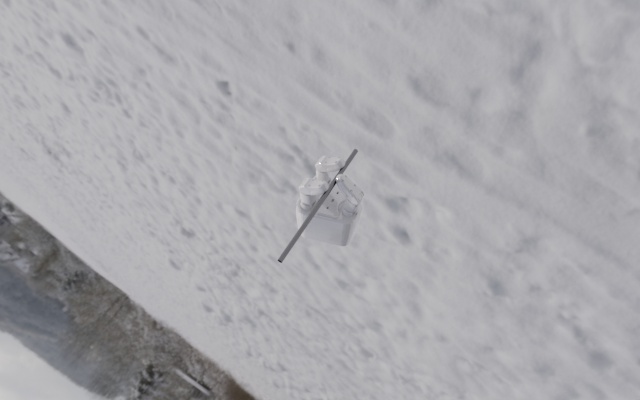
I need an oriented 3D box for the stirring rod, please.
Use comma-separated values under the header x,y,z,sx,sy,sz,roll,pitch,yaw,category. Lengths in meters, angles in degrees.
x,y,z,sx,sy,sz,roll,pitch,yaw,category
0.000,0.002,0.767,0.011,0.239,0.011,27,-28,15,stirring rod
